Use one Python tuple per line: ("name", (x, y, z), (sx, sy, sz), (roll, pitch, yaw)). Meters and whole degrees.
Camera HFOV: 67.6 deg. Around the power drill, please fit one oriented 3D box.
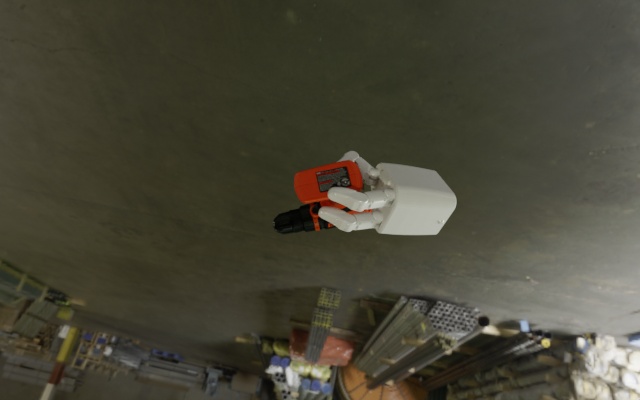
("power drill", (0.000, 0.003, 0.814), (0.184, 0.057, 0.188), (-15, -18, -3))
